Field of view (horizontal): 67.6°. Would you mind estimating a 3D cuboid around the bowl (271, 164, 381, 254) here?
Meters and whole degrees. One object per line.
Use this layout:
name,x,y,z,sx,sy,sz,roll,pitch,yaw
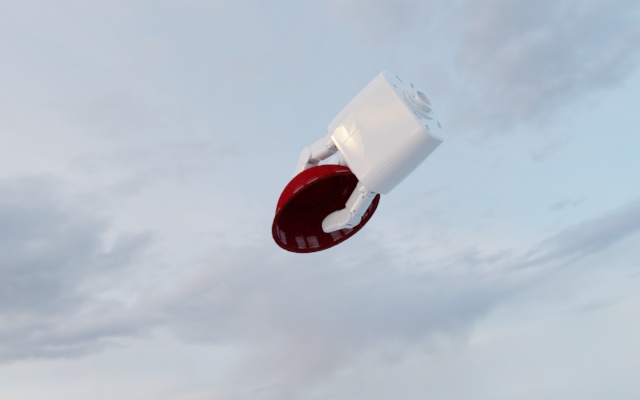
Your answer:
bowl,-0.001,0.003,0.666,0.162,0.162,0.055,0,44,-33
